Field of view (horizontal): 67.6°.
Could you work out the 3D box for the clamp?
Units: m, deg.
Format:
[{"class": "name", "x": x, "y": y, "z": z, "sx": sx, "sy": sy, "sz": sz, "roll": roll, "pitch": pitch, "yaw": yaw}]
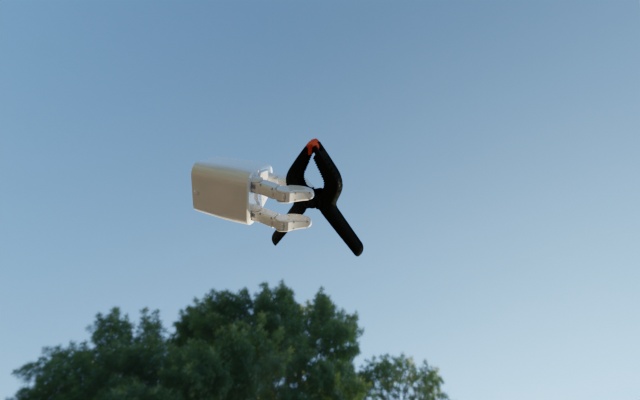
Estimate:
[{"class": "clamp", "x": 0.000, "y": 0.002, "z": 0.792, "sx": 0.164, "sy": 0.210, "sz": 0.036, "roll": 11, "pitch": 30, "yaw": 10}]
